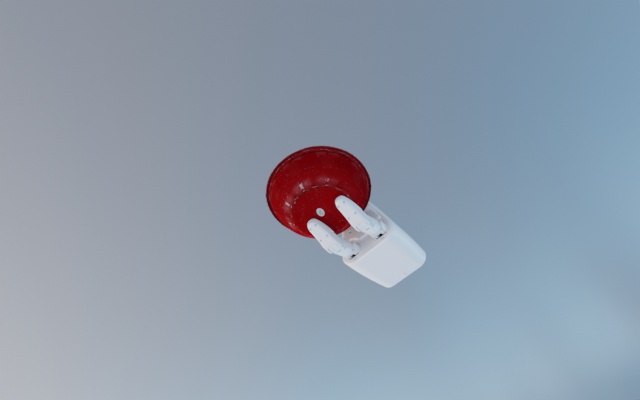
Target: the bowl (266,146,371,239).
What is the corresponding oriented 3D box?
[{"bbox_3d":[-0.001,0.002,0.708,0.162,0.162,0.055,0,33,-6],"label":"bowl"}]
